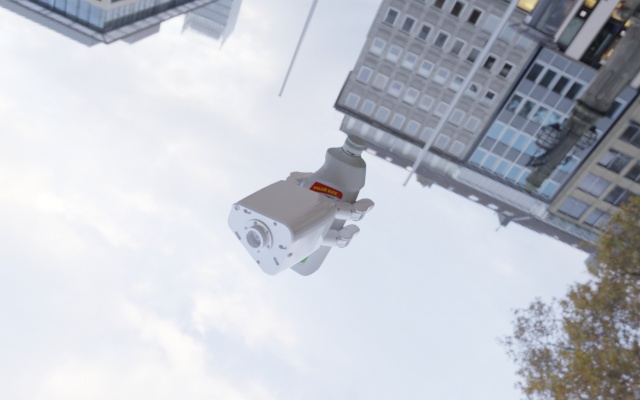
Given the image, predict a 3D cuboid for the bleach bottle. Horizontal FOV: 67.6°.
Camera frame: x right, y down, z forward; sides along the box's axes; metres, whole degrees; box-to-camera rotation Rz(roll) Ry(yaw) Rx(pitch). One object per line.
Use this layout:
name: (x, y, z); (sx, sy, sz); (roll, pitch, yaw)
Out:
bleach bottle: (0.000, 0.003, 0.764); (0.102, 0.251, 0.068); (37, 34, 18)
